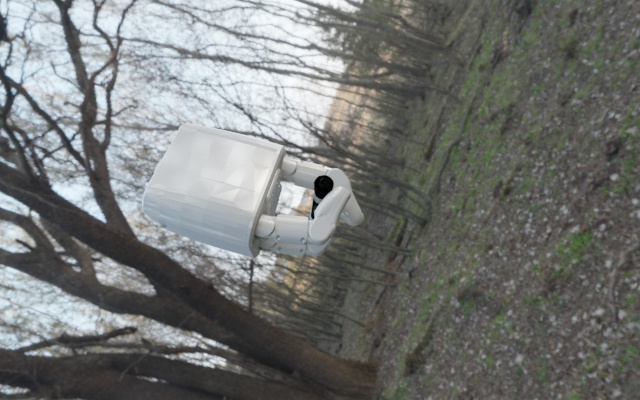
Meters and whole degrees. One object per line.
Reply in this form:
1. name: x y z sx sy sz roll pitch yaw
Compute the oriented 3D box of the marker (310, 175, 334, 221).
1. marker: 0.000 0.002 0.496 0.020 0.020 0.121 0 -18 -3
